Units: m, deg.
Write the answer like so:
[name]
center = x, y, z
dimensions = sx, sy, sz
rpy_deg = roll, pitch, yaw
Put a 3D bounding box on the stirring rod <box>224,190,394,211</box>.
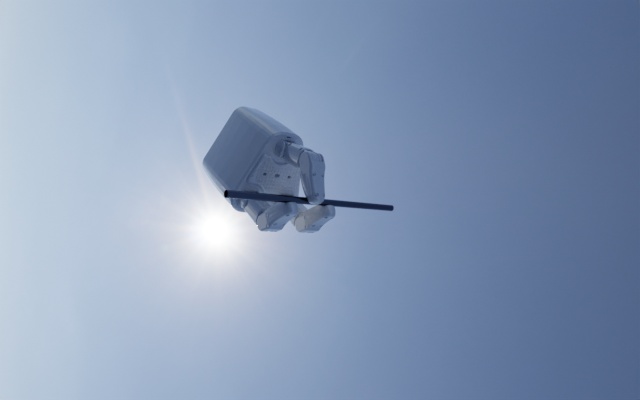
[stirring rod]
center = 0.000, 0.002, 0.539
dimensions = 0.239, 0.011, 0.011
rpy_deg = 5, -3, -40
